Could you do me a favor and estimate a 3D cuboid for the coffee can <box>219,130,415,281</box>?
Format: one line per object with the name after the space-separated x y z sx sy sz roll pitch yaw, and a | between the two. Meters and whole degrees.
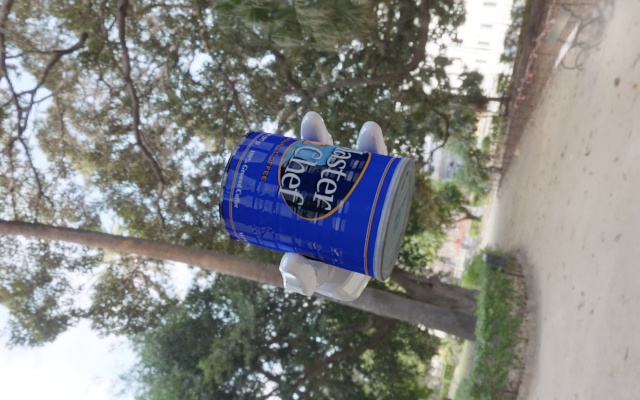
0.000 0.001 0.410 0.140 0.103 0.103 13 4 17 | coffee can
